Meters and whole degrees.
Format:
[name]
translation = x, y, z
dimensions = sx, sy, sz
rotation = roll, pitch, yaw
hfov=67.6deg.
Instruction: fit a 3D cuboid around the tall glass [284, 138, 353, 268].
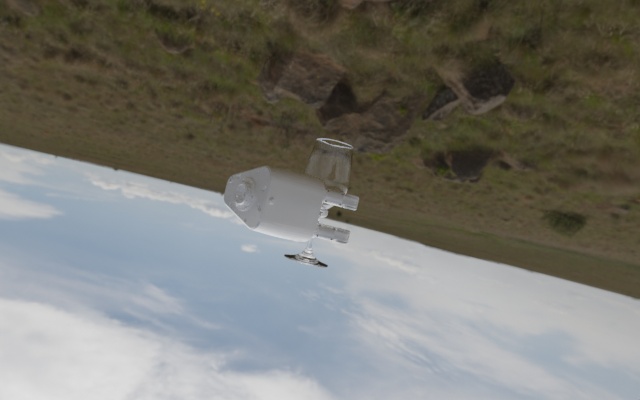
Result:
[tall glass]
translation = 0.000, 0.003, 0.779
dimensions = 0.079, 0.201, 0.079
rotation = 14, -1, 0
